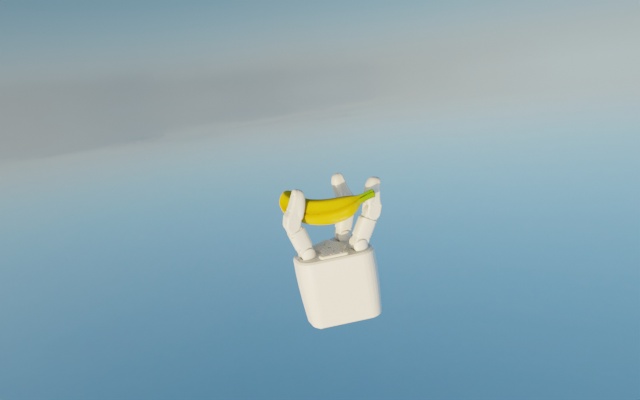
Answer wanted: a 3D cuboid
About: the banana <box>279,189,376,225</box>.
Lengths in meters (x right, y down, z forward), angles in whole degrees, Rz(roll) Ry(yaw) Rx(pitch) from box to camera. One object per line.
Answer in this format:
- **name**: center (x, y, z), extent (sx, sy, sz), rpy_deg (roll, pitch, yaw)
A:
- **banana**: center (-0.011, 0.009, 0.705), extent (0.069, 0.037, 0.198), rpy_deg (-27, 20, -38)
